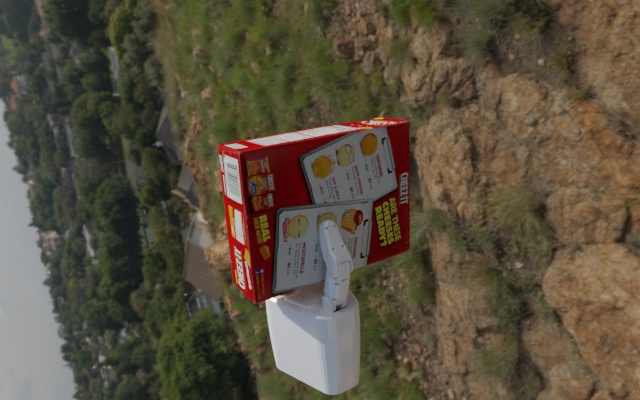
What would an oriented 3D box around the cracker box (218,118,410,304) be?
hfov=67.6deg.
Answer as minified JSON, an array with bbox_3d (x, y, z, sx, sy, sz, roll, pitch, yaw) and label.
[{"bbox_3d":[0.000,0.002,0.542,0.213,0.164,0.072,-15,22,-30],"label":"cracker box"}]
